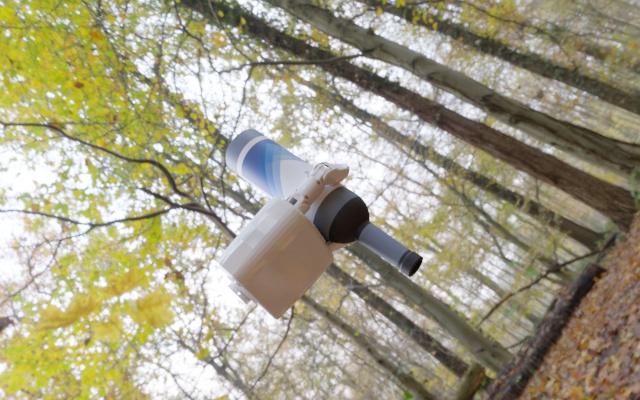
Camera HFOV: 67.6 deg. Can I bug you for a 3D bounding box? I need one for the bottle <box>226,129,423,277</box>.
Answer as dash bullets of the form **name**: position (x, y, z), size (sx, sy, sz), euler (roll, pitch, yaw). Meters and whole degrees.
- **bottle**: position (0.000, 0.002, 0.604), size (0.295, 0.069, 0.069), euler (34, 17, 28)
